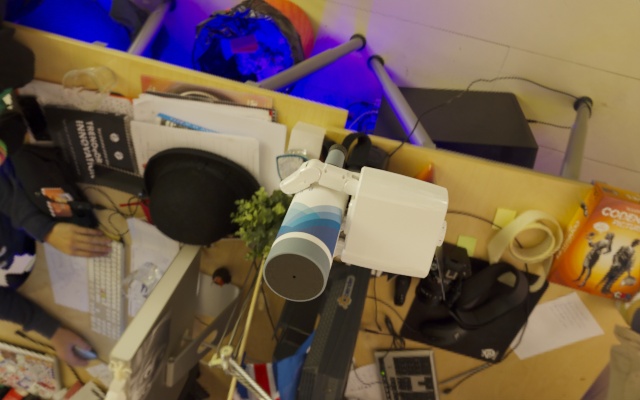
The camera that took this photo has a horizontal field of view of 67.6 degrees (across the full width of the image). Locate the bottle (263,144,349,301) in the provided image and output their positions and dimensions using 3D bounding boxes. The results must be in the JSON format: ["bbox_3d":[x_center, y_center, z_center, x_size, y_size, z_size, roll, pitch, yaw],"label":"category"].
[{"bbox_3d":[0.000,0.002,0.607,0.069,0.069,0.295,0,31,12],"label":"bottle"}]
